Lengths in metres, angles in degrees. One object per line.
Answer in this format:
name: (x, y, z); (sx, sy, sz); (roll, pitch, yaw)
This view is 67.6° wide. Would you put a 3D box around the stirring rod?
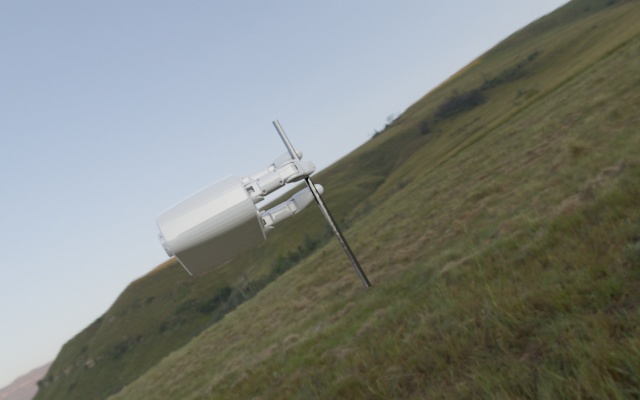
stirring rod: (0.000, 0.002, 0.597); (0.011, 0.239, 0.011); (-29, -7, -4)
